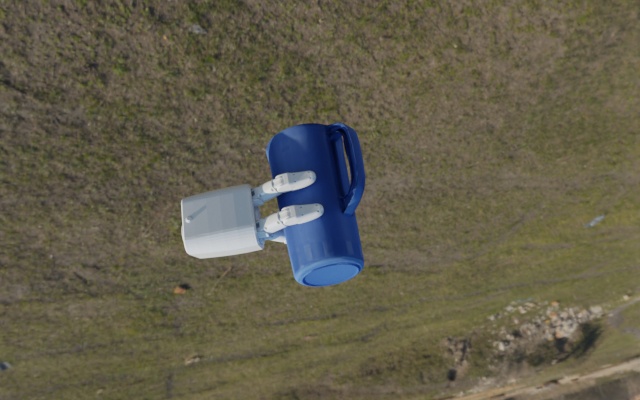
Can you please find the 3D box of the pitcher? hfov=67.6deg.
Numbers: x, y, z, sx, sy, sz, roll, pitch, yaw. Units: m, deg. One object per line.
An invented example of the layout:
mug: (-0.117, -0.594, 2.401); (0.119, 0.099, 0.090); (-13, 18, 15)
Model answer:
pitcher: (0.000, 0.003, 0.760); (0.145, 0.242, 0.149); (-9, -28, -5)
